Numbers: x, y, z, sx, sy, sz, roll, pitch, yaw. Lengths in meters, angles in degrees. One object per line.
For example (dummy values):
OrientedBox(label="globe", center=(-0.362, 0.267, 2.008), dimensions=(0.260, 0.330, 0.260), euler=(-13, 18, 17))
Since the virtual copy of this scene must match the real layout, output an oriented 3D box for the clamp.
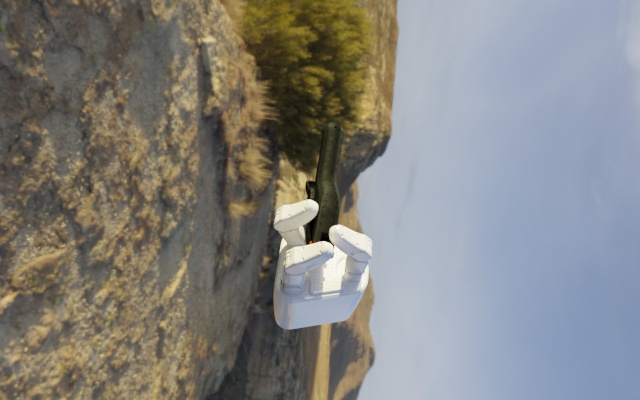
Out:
OrientedBox(label="clamp", center=(0.001, 0.002, 0.586), dimensions=(0.039, 0.171, 0.120), euler=(9, -34, -4))
